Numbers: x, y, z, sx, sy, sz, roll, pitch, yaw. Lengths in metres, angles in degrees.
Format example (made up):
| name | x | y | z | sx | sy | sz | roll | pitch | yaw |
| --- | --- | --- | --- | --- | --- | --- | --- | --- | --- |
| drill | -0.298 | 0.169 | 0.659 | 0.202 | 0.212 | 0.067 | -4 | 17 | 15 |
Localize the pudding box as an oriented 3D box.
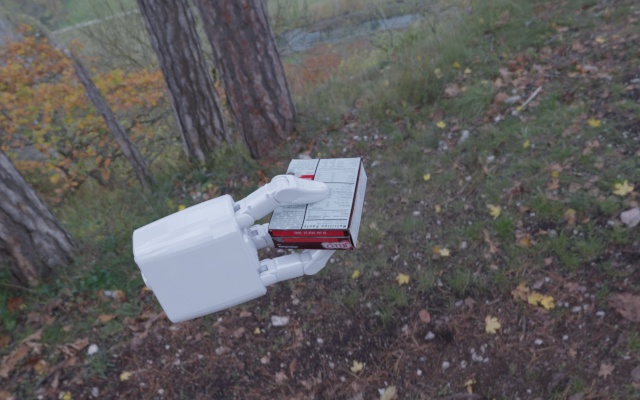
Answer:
| name | x | y | z | sx | sy | sz | roll | pitch | yaw |
| --- | --- | --- | --- | --- | --- | --- | --- | --- | --- |
| pudding box | 0.000 | 0.002 | 0.526 | 0.090 | 0.113 | 0.039 | 0 | -41 | 16 |
